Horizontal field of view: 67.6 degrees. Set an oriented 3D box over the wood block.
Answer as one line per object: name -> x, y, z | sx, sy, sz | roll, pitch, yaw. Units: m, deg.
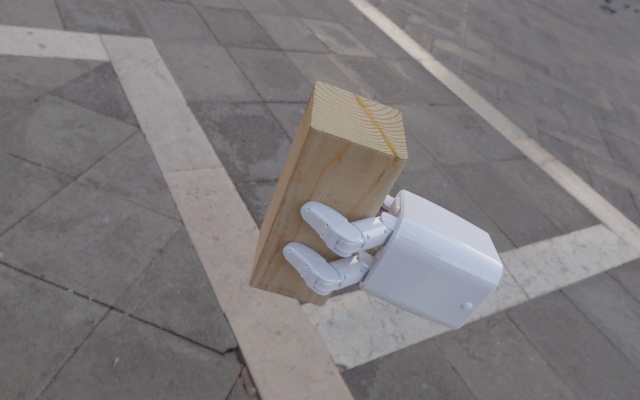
wood block -> 0.001, 0.001, 0.484 | 0.090, 0.206, 0.090 | 18, 37, -9
